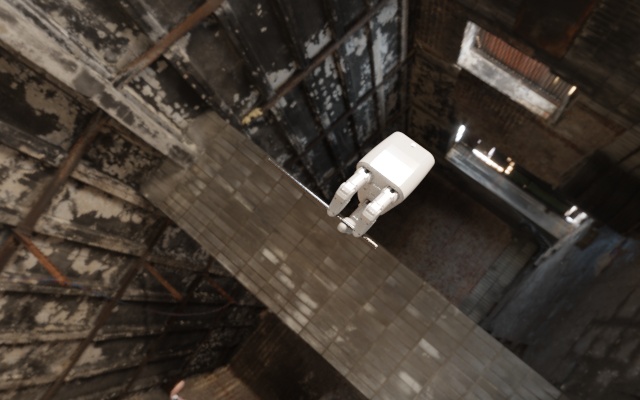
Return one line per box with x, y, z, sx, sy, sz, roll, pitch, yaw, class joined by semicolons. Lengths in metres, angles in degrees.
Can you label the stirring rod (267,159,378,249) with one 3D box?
0.000;0.003;0.804;0.239;0.011;0.011;39;12;15;stirring rod
